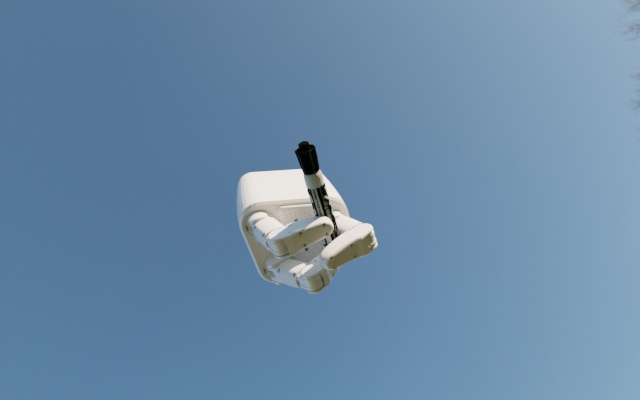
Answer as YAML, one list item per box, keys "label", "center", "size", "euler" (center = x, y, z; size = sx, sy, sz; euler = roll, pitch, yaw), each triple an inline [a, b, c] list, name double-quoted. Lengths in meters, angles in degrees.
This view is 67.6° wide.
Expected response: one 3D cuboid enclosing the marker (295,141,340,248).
- label: "marker"
  center: [0.000, 0.001, 0.445]
  size: [0.020, 0.121, 0.020]
  euler: [-13, 26, 7]
